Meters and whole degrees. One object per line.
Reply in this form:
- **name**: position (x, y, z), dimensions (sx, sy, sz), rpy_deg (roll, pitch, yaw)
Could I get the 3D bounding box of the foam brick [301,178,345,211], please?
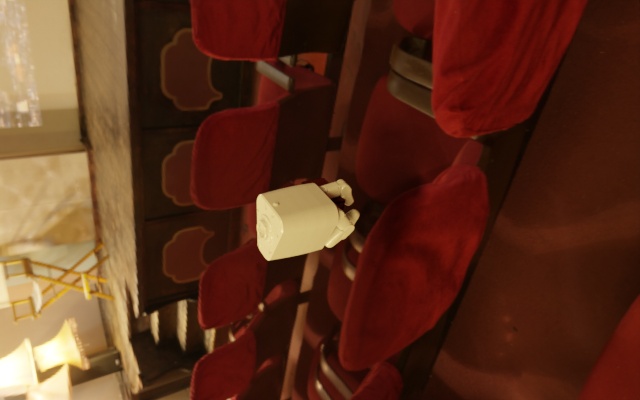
- **foam brick**: position (0.000, 0.003, 0.872), dimensions (0.051, 0.053, 0.078), rpy_deg (-12, 41, -31)
